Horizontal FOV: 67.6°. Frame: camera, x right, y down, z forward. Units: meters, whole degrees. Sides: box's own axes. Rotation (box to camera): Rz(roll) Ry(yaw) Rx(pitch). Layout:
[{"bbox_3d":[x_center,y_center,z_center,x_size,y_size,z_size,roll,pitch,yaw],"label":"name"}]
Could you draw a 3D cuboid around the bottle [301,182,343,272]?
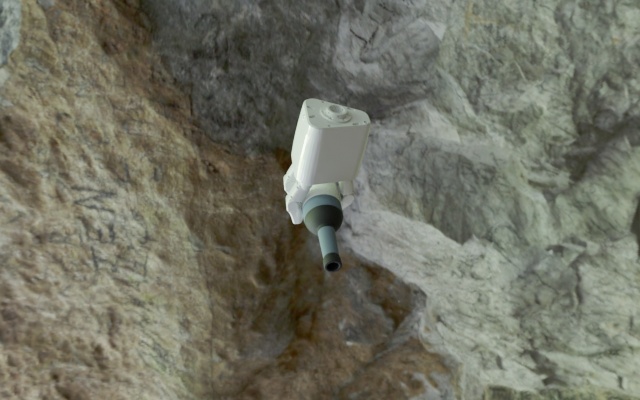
[{"bbox_3d":[0.000,0.003,0.821,0.069,0.069,0.295,0,41,-10],"label":"bottle"}]
